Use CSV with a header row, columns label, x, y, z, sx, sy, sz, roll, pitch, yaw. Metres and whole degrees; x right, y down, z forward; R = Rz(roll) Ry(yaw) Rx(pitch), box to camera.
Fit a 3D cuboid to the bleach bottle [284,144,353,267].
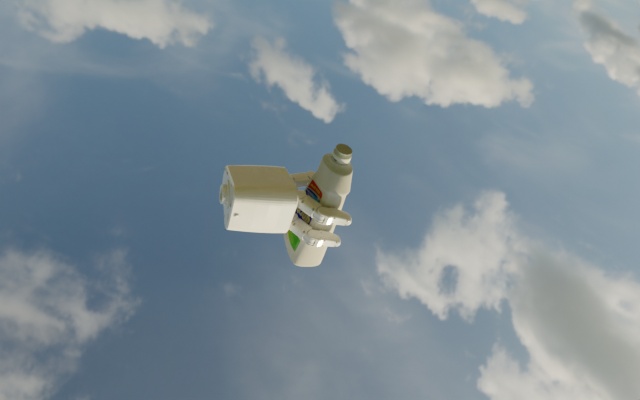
label,x,y,z,sx,sy,sz,roll,pitch,yaw
bleach bottle,0.000,0.003,0.838,0.068,0.251,0.102,2,43,-22
